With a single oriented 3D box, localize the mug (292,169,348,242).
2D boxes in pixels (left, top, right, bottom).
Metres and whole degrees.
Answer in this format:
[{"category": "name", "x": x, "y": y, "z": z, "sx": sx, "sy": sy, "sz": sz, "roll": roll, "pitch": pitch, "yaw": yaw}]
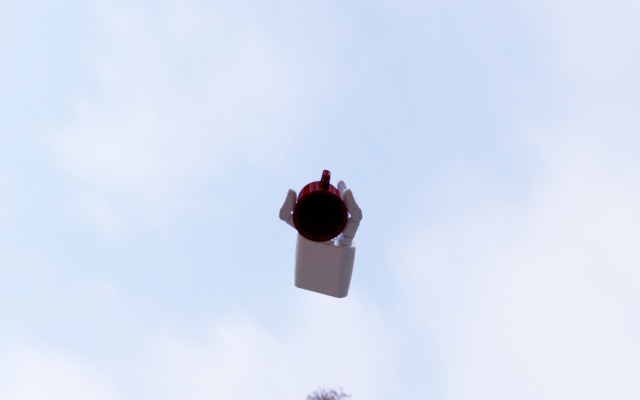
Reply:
[{"category": "mug", "x": 0.000, "y": 0.001, "z": 0.827, "sx": 0.093, "sy": 0.117, "sz": 0.081, "roll": 6, "pitch": 19, "yaw": -4}]
